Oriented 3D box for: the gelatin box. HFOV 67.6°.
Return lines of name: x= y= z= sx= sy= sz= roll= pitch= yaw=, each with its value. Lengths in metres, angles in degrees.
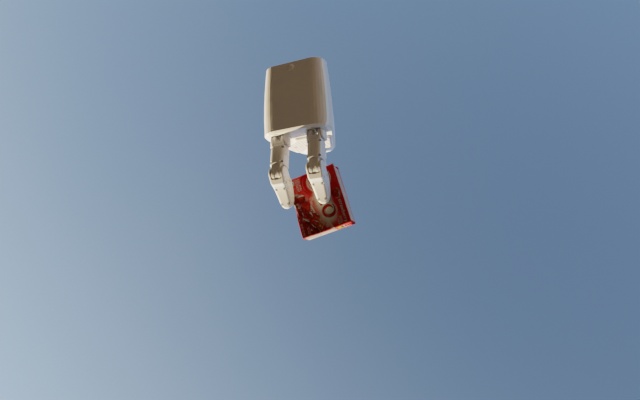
gelatin box: x=0.000 y=0.003 z=0.667 sx=0.073 sy=0.089 sz=0.030 roll=-20 pitch=-15 yaw=14
